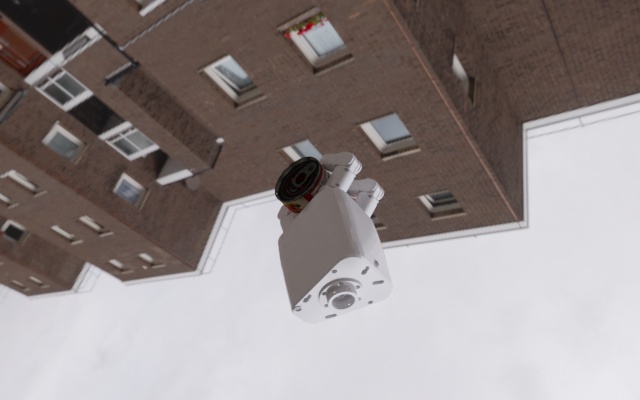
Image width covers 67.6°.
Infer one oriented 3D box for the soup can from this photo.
[{"bbox_3d":[0.000,0.002,0.605,0.068,0.068,0.102,0,-34,44],"label":"soup can"}]
